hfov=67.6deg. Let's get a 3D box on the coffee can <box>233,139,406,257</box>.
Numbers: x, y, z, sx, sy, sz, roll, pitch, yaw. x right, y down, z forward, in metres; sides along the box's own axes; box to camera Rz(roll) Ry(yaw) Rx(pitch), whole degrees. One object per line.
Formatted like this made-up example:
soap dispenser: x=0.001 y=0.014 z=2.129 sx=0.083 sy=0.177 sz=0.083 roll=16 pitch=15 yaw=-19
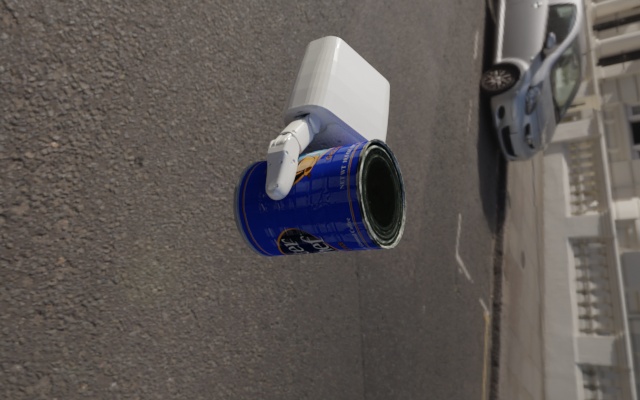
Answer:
coffee can: x=0.000 y=0.002 z=0.473 sx=0.140 sy=0.103 sz=0.103 roll=-7 pitch=-4 yaw=31
